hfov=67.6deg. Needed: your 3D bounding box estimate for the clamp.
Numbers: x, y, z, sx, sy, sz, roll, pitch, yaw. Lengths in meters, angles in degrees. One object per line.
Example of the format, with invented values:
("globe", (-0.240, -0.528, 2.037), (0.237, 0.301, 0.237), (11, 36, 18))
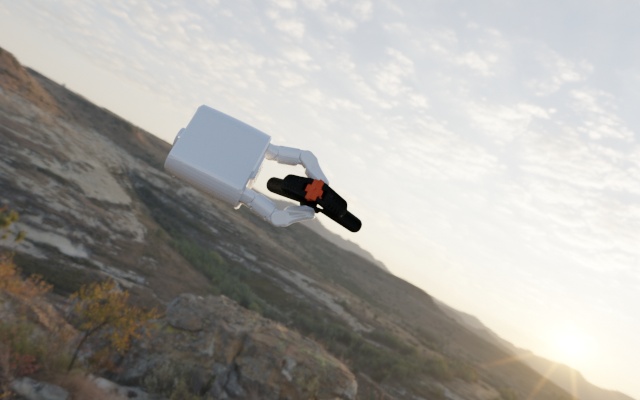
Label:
("clamp", (0.000, 0.001, 0.670), (0.164, 0.036, 0.210), (26, -6, -5))
